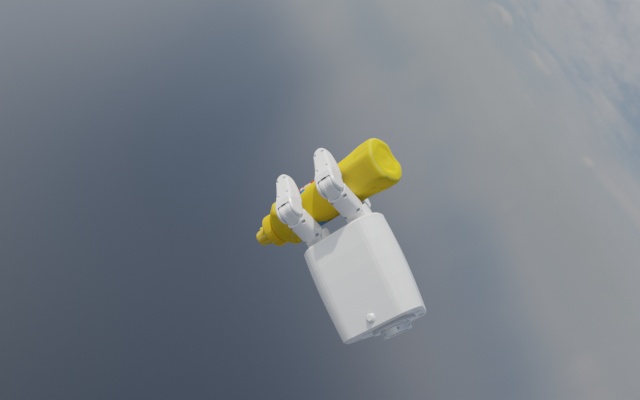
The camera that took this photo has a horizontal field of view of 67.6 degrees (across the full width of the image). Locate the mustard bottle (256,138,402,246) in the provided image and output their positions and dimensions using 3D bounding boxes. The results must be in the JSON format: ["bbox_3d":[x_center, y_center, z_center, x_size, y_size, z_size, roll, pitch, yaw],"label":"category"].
[{"bbox_3d":[0.000,0.001,0.562,0.192,0.058,0.096,-33,1,22],"label":"mustard bottle"}]
